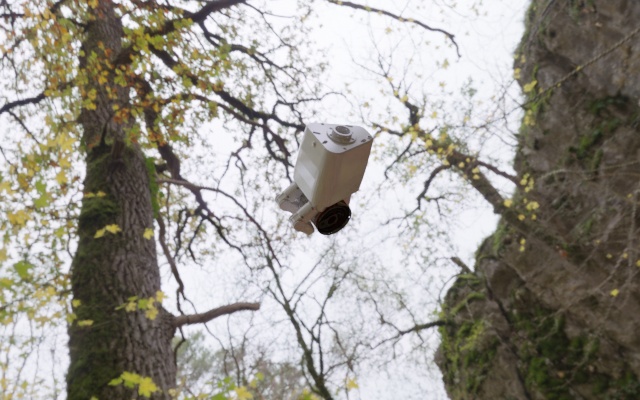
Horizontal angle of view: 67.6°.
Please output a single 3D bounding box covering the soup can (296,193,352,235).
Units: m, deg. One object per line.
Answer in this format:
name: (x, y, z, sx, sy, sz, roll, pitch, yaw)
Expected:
soup can: (0.000, 0.003, 0.843, 0.068, 0.068, 0.102, 0, 39, -38)
